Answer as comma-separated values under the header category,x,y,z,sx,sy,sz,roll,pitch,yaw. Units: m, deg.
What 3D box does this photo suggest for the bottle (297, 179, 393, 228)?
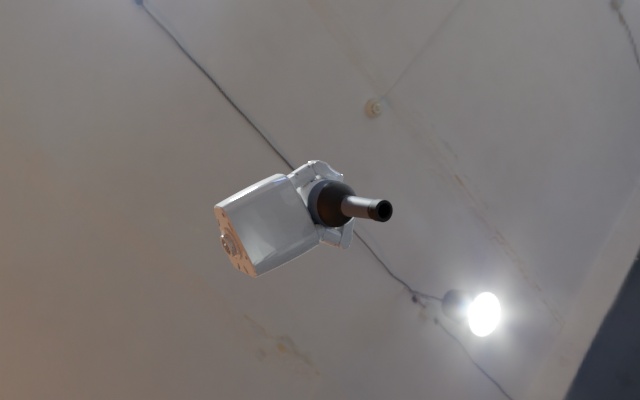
category,x,y,z,sx,sy,sz,roll,pitch,yaw
bottle,0.000,0.002,0.698,0.069,0.069,0.295,0,4,-32
